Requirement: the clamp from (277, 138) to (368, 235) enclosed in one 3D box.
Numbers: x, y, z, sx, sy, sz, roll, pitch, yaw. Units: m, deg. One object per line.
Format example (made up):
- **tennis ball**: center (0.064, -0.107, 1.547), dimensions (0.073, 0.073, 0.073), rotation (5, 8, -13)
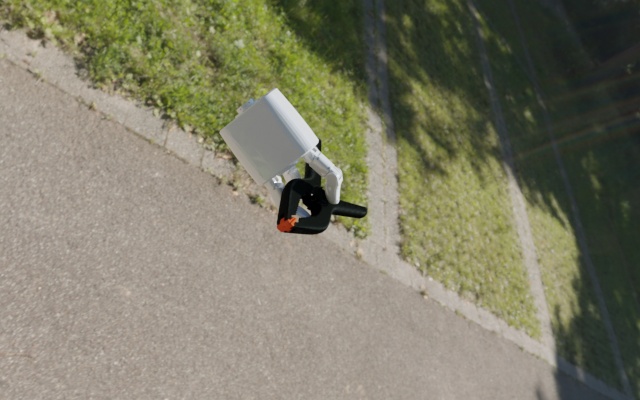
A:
- **clamp**: center (0.000, 0.002, 0.772), dimensions (0.036, 0.164, 0.210), rotation (-32, 13, 36)
